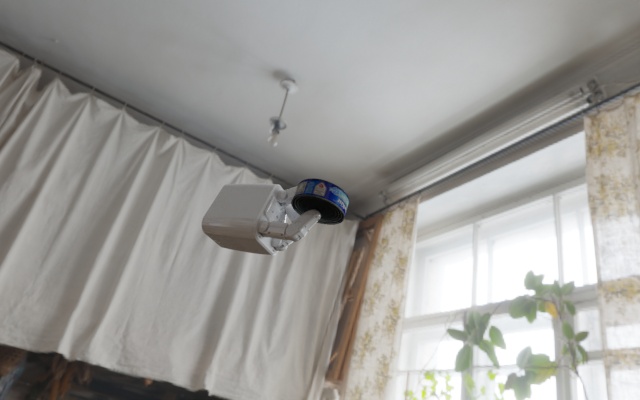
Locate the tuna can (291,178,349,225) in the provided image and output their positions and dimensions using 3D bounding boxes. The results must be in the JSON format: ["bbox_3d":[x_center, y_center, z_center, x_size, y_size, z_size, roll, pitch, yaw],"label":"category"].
[{"bbox_3d":[0.000,0.002,0.740,0.086,0.033,0.086,15,-27,8],"label":"tuna can"}]
